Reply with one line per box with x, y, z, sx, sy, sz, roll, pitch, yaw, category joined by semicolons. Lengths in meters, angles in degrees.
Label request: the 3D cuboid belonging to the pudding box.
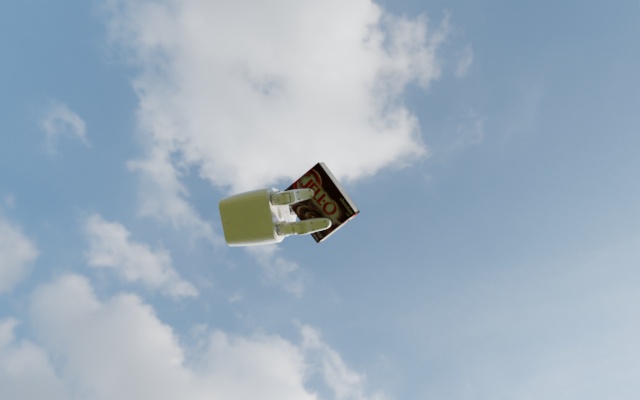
0.000;0.003;0.833;0.090;0.113;0.039;-39;-6;19;pudding box
